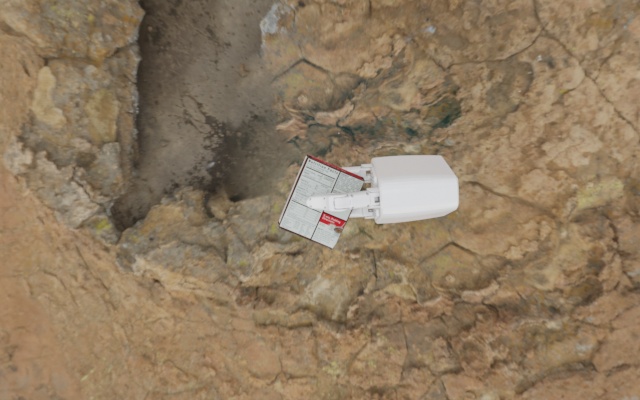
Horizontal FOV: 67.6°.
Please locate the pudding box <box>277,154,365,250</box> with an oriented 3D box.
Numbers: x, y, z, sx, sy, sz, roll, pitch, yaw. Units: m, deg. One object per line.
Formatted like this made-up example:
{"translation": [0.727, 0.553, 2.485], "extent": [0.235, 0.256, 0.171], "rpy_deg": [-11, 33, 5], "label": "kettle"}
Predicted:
{"translation": [0.000, 0.002, 0.679], "extent": [0.090, 0.113, 0.039], "rpy_deg": [23, 7, -5], "label": "pudding box"}
